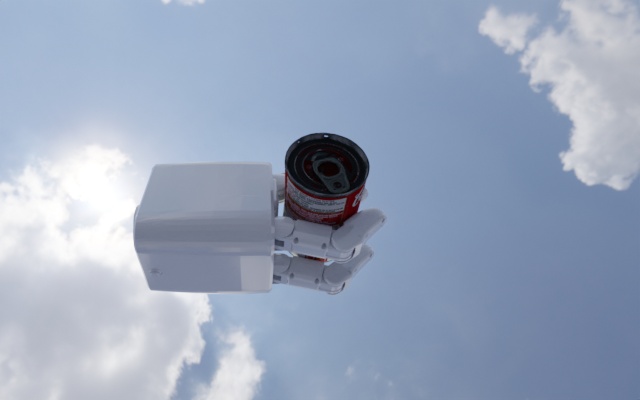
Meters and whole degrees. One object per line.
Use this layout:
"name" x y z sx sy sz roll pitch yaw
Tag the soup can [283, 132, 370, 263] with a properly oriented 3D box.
"soup can" 0.001 0.001 0.416 0.068 0.068 0.102 0 -39 -8
